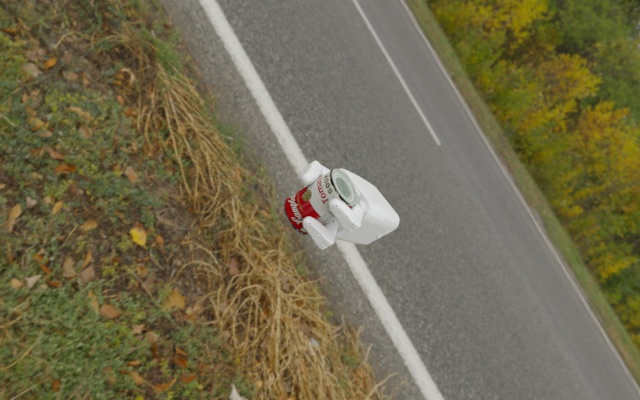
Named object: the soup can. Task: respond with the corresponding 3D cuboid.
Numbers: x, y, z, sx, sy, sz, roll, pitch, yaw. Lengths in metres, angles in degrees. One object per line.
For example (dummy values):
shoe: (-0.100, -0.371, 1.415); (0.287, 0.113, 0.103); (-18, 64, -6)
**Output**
soup can: (0.000, 0.002, 0.760); (0.102, 0.068, 0.068); (-32, -16, 27)
